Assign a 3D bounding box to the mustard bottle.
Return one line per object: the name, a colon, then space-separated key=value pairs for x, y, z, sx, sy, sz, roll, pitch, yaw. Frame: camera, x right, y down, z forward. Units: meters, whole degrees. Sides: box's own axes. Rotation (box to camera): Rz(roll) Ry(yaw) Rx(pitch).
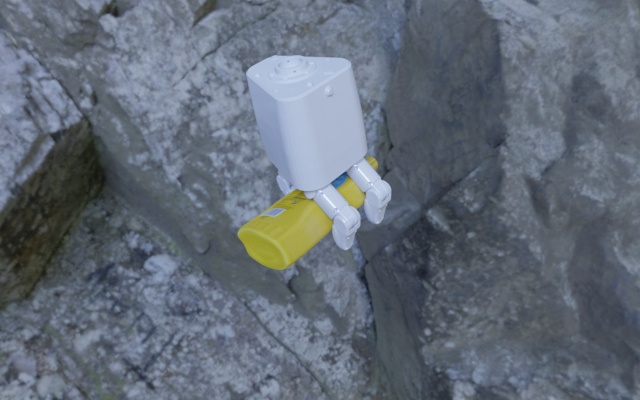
mustard bottle: x=0.000 y=0.002 z=0.563 sx=0.191 sy=0.058 sz=0.096 roll=-38 pitch=21 yaw=-28
